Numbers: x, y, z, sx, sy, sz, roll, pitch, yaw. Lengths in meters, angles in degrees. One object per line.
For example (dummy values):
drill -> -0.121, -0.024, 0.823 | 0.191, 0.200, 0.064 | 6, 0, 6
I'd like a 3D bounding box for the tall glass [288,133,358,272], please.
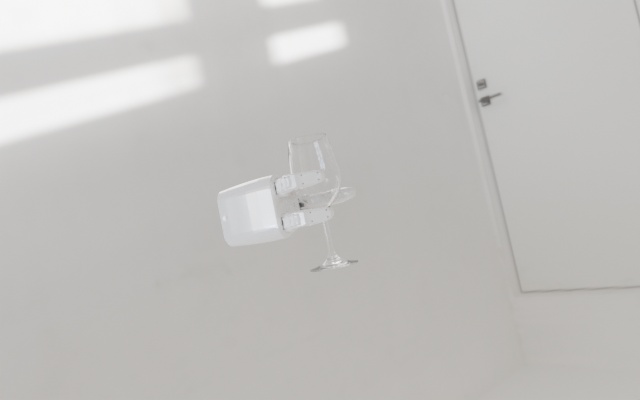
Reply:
tall glass -> 0.000, 0.003, 0.726 | 0.079, 0.201, 0.079 | -12, -3, -1
